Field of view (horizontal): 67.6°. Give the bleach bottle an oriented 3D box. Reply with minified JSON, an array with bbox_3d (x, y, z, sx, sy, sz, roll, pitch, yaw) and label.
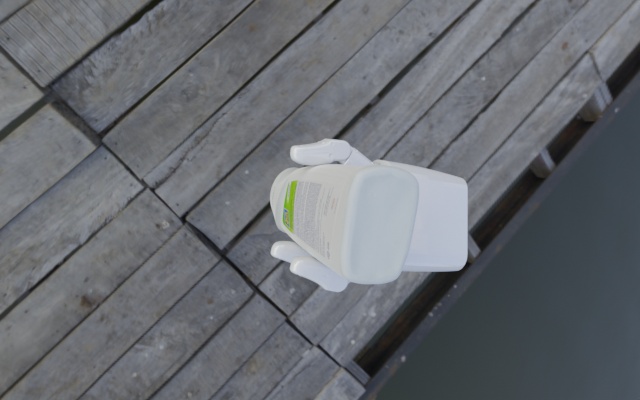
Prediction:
[{"bbox_3d":[0.000,0.002,0.494,0.068,0.102,0.250,6,8,-24],"label":"bleach bottle"}]
